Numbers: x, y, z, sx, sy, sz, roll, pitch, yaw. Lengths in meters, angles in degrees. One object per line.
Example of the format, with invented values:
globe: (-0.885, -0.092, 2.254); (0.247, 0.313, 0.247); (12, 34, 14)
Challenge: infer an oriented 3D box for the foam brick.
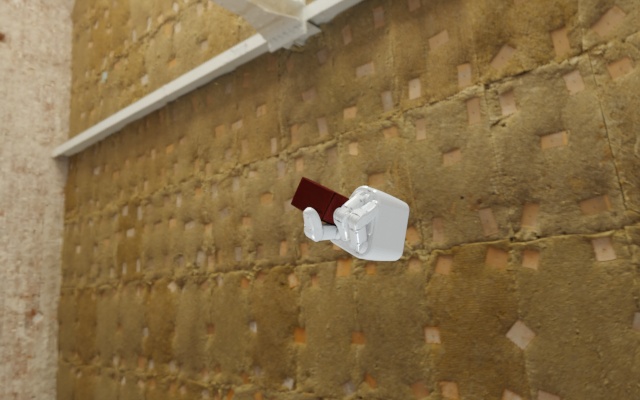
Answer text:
foam brick: (0.000, 0.002, 0.791); (0.078, 0.053, 0.051); (28, 4, 40)
